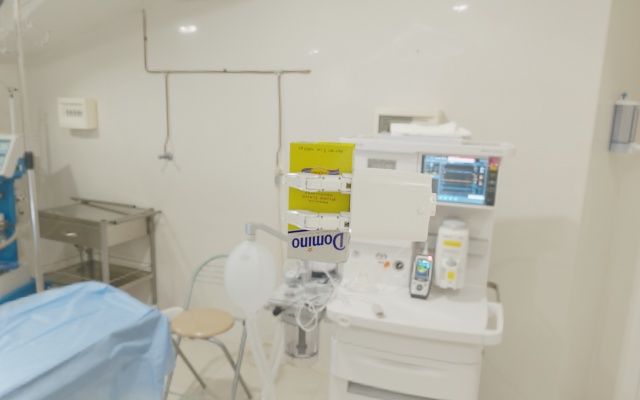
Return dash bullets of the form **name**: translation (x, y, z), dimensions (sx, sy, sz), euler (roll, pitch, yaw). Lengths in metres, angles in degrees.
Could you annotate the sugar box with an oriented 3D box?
- **sugar box**: translation (0.000, 0.002, 0.704), dimensions (0.093, 0.176, 0.048), euler (4, 12, 10)
